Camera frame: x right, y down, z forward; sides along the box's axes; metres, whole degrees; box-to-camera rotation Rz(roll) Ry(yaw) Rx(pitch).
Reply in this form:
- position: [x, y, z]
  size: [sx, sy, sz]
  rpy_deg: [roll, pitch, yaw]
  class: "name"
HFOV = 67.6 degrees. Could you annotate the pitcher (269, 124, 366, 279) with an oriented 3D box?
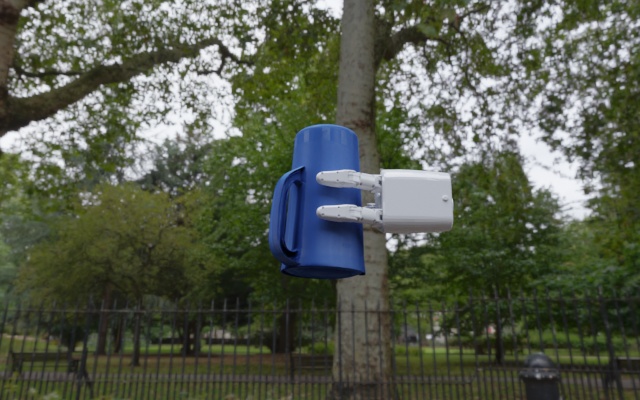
- position: [0.000, 0.003, 0.771]
  size: [0.145, 0.242, 0.149]
  rpy_deg: [1, -17, 2]
  class: "pitcher"
